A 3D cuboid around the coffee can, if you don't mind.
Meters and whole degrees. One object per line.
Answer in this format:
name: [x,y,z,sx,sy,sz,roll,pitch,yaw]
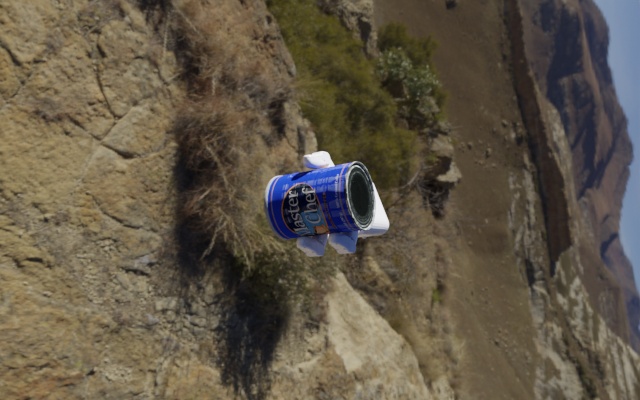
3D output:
coffee can: [0.000,0.002,0.728,0.140,0.103,0.103,-9,-4,28]
